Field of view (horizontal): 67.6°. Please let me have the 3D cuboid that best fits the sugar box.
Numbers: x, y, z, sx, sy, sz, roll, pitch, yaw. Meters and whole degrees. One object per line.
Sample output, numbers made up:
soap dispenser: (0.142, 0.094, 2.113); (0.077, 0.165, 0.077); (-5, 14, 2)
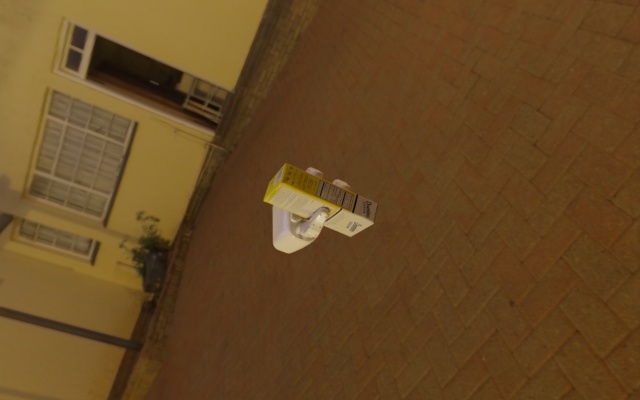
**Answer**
sugar box: (0.000, 0.002, 0.823); (0.176, 0.048, 0.093); (21, -26, -17)
